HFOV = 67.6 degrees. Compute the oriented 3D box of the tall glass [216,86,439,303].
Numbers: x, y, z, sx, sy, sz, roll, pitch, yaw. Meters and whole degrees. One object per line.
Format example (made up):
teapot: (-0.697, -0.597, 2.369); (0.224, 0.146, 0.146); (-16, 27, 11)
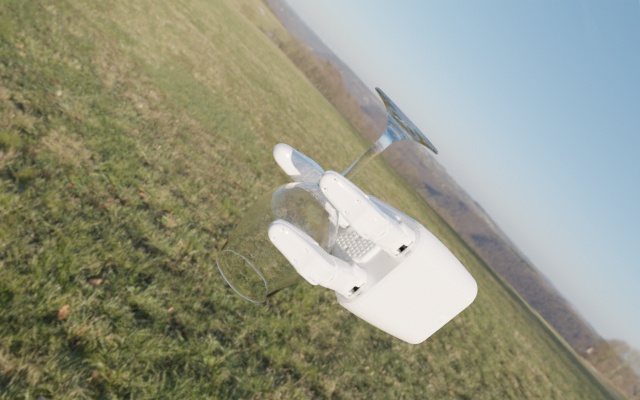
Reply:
tall glass: (0.000, 0.001, 0.409); (0.201, 0.079, 0.079); (-43, -12, 13)
